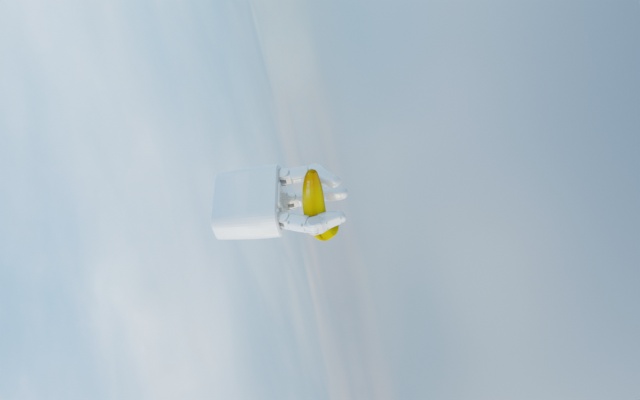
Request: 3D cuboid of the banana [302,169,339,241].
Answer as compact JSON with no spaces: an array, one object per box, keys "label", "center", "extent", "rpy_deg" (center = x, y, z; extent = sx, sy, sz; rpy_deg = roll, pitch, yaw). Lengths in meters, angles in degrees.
[{"label":"banana","center":[-0.001,0.021,0.766],"extent":[0.037,0.069,0.198],"rpy_deg":[2,-22,14]}]
